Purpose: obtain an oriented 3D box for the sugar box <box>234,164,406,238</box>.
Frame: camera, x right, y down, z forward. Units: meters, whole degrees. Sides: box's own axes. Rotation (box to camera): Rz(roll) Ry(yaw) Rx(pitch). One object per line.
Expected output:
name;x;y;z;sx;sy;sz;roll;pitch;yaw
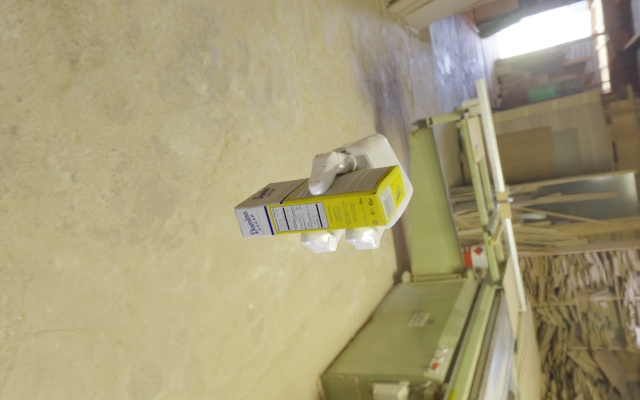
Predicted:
sugar box;0.000;0.002;0.550;0.176;0.048;0.093;-9;17;27
